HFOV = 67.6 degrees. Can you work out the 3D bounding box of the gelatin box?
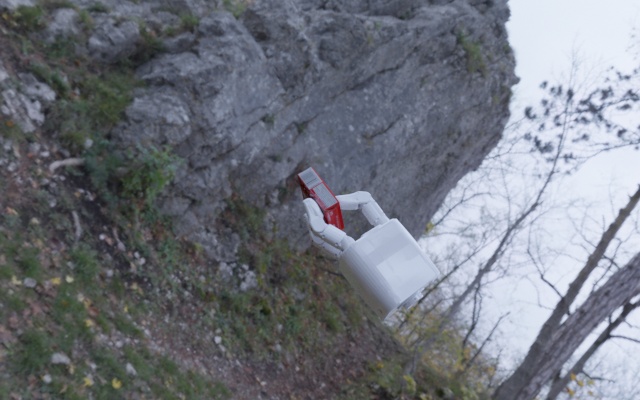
[{"bbox_3d":[0.000,0.002,0.754,0.030,0.089,0.073,-29,-33,-12],"label":"gelatin box"}]
